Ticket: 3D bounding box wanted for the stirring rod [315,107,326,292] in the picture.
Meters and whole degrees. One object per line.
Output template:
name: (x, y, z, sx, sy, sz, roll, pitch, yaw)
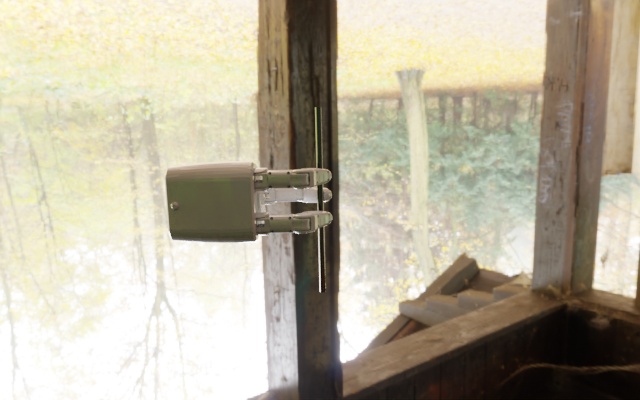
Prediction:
stirring rod: (0.000, 0.002, 0.617, 0.011, 0.239, 0.011, -1, 9, 0)
